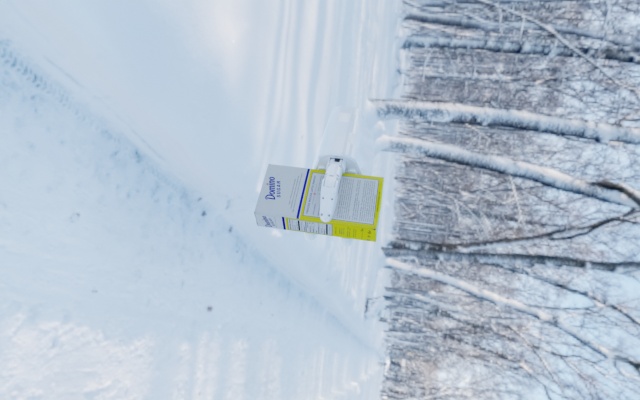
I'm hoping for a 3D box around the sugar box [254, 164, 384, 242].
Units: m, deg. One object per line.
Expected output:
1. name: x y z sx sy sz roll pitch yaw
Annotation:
1. sugar box: 0.000 0.003 0.702 0.176 0.093 0.048 7 -34 9
